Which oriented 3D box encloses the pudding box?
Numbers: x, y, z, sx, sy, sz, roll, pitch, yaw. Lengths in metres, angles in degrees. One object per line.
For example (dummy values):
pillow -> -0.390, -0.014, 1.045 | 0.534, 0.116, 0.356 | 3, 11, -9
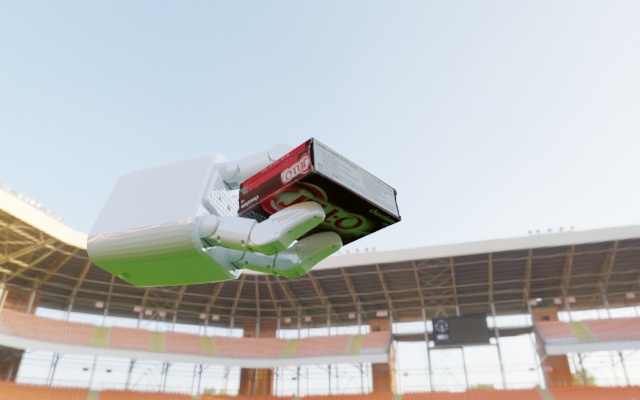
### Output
pudding box -> 0.000, 0.001, 0.411 | 0.090, 0.039, 0.113 | -27, -37, 36
